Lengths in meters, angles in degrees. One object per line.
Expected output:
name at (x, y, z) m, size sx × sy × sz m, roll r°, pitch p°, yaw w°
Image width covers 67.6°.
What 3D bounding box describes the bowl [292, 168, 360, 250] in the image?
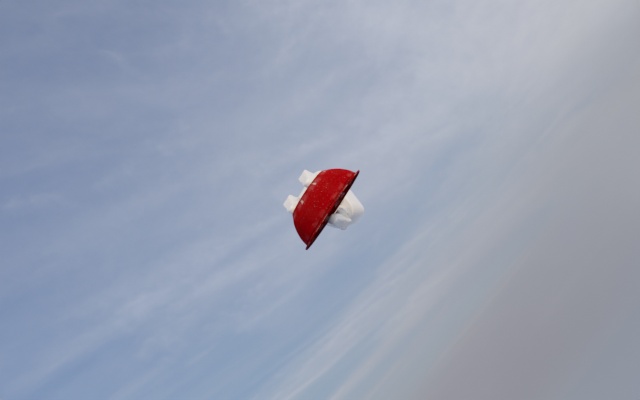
bowl at (0.000, 0.002, 0.804) m, size 0.055 × 0.162 × 0.162 m, roll 34°, pitch 3°, yaw 4°
